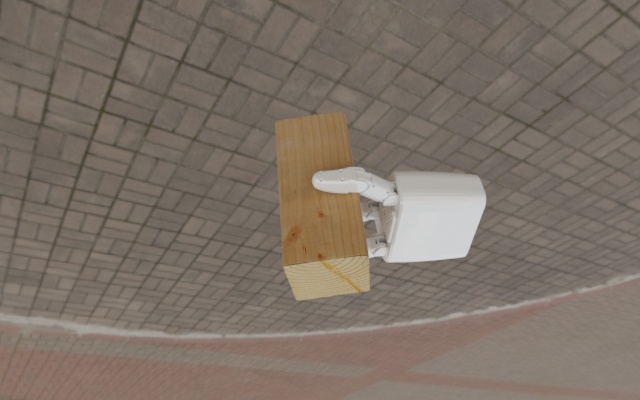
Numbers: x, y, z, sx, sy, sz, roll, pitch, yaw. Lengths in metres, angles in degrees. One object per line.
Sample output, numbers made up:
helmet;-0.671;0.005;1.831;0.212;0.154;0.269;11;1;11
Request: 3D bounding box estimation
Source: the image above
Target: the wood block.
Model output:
wood block;0.000;0.002;0.576;0.090;0.206;0.091;-8;-35;2
